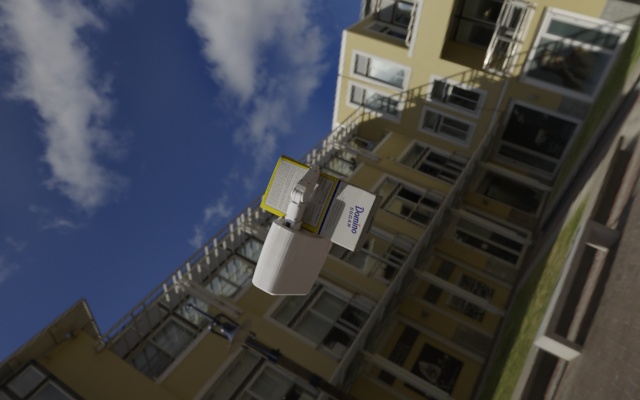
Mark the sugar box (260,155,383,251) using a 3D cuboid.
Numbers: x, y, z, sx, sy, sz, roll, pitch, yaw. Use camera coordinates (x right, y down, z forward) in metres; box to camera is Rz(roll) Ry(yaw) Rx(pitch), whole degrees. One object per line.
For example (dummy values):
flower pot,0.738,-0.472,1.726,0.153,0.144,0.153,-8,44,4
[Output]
sugar box,0.000,0.003,0.750,0.176,0.093,0.048,25,6,20
